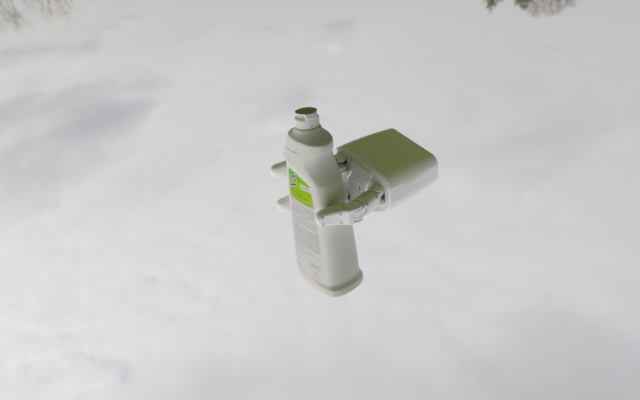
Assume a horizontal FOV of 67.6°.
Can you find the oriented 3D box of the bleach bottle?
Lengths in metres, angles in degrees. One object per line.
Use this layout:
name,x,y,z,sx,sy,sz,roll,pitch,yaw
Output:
bleach bottle,0.000,0.002,0.637,0.068,0.251,0.102,-26,34,-32
